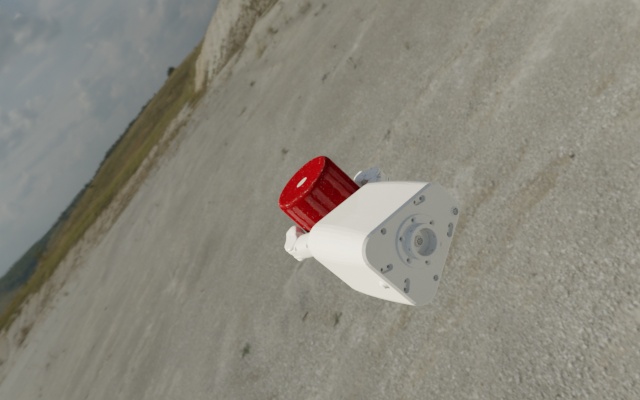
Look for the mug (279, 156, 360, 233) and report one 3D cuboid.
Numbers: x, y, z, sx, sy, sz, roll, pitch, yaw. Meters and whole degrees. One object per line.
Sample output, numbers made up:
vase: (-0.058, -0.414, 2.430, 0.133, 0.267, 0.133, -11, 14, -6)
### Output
mug: (-0.001, 0.002, 0.575, 0.081, 0.093, 0.117, 42, -18, -21)
